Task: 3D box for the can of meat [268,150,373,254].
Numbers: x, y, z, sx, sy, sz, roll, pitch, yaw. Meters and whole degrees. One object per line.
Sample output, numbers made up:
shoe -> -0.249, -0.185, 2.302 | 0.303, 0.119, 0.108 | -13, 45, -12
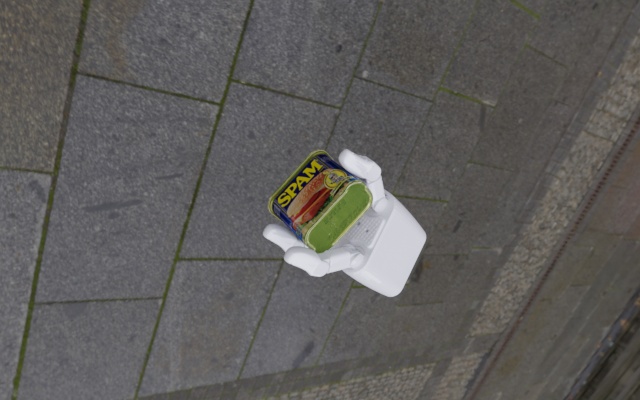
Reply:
can of meat -> 0.000, 0.002, 0.567 | 0.084, 0.102, 0.057 | 41, -2, 44
